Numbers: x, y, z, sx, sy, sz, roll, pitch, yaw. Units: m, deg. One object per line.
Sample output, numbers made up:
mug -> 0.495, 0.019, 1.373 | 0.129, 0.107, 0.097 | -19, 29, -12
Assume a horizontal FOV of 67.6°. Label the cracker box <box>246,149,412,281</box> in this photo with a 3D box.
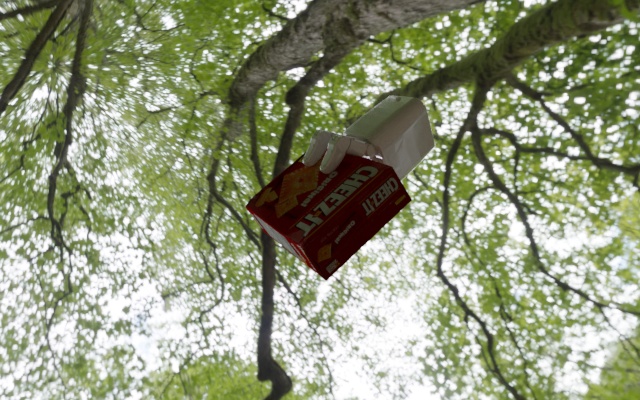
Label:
cracker box -> 0.000, 0.002, 0.702 | 0.164, 0.072, 0.213 | -42, 30, -13
